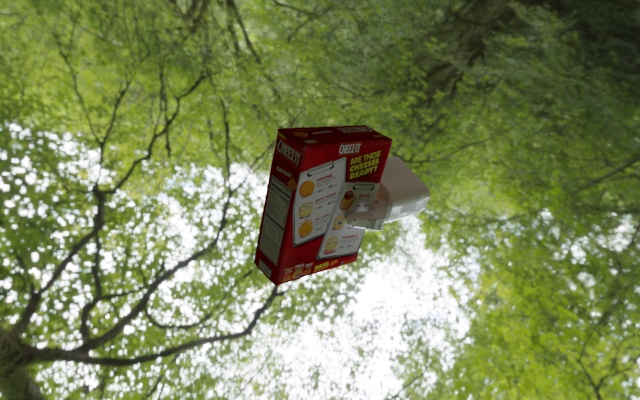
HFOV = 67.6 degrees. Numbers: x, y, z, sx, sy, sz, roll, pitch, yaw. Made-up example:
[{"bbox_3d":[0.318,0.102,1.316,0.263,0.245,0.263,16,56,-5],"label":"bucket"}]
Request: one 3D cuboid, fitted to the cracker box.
[{"bbox_3d":[0.000,0.002,0.691,0.164,0.214,0.072,-10,34,-40],"label":"cracker box"}]
